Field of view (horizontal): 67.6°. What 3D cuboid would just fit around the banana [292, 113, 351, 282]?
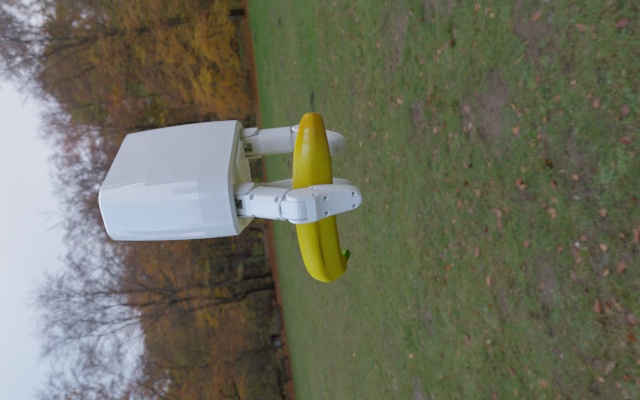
[{"bbox_3d":[-0.001,0.017,0.430,0.037,0.069,0.198,-2,-43,9],"label":"banana"}]
